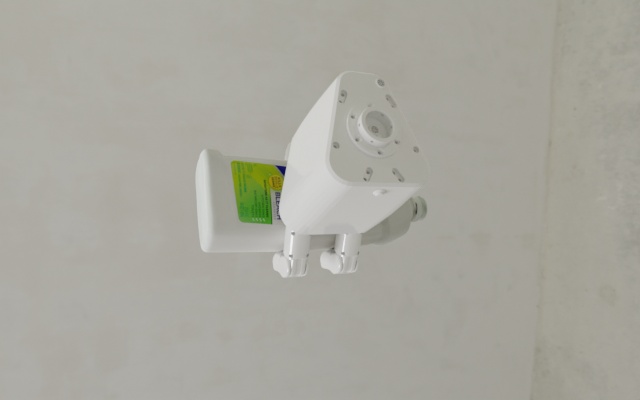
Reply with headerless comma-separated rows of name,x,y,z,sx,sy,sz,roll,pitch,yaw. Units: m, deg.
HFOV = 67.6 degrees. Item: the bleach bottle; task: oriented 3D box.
bleach bottle,0.000,0.002,0.511,0.251,0.102,0.068,0,-22,-23
